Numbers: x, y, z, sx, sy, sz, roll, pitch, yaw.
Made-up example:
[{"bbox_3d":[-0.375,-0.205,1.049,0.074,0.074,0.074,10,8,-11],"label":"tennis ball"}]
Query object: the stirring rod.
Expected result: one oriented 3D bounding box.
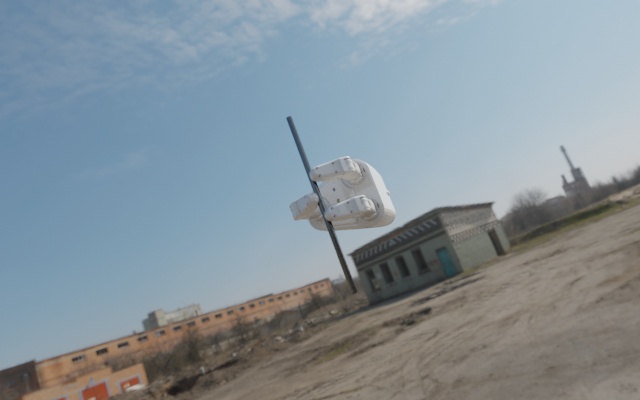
[{"bbox_3d":[0.000,0.002,0.598,0.011,0.239,0.011,-20,-12,-4],"label":"stirring rod"}]
